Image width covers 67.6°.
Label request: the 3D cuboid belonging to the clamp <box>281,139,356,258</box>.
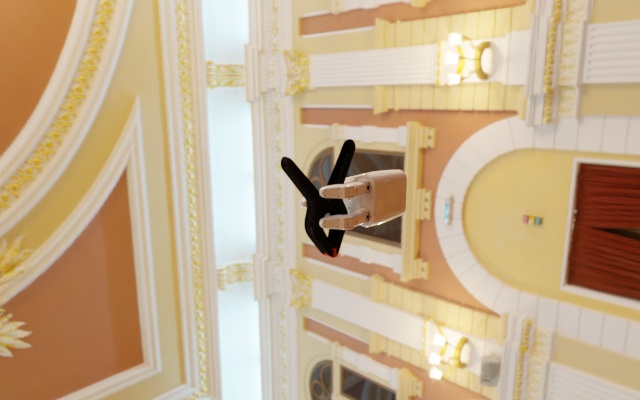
[{"bbox_3d":[0.000,0.003,0.837,0.164,0.210,0.036,-11,16,-40],"label":"clamp"}]
